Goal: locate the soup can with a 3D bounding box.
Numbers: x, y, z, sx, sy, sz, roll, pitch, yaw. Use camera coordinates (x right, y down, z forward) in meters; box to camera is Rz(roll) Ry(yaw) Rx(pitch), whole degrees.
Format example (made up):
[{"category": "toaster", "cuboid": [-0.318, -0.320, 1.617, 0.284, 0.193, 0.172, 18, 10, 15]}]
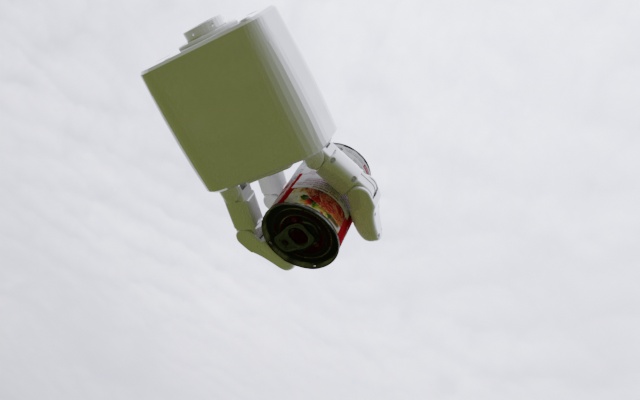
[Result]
[{"category": "soup can", "cuboid": [0.000, 0.002, 0.422, 0.068, 0.068, 0.102, 0, 35, 25]}]
